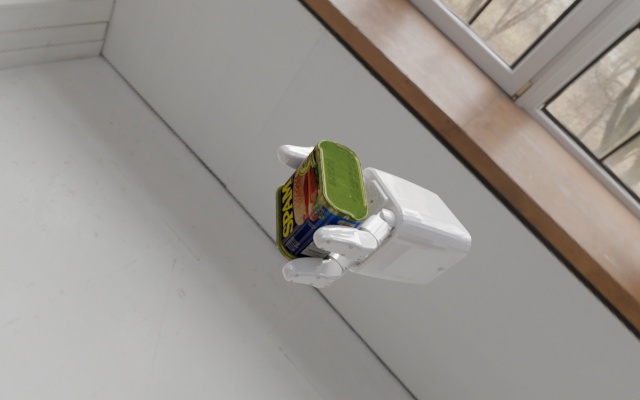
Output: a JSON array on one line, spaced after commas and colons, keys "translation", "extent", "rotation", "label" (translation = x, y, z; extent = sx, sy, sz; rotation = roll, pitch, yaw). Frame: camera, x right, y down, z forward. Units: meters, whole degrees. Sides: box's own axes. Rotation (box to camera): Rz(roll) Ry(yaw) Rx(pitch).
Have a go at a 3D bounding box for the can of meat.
[{"translation": [0.000, 0.001, 0.477], "extent": [0.057, 0.102, 0.084], "rotation": [20, -47, -26], "label": "can of meat"}]
